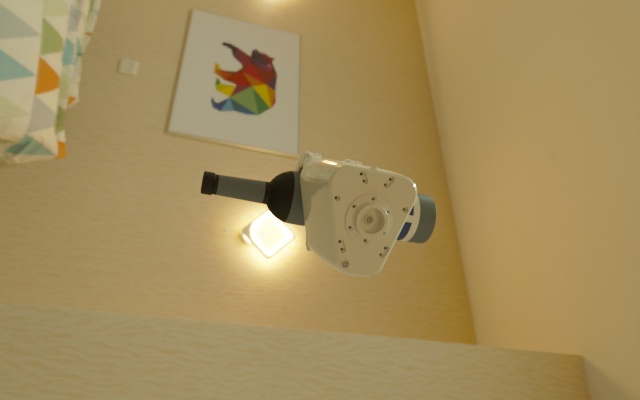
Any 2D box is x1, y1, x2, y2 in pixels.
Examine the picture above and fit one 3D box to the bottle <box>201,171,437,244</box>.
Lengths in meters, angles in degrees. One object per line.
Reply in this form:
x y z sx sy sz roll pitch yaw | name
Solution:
0.000 0.002 0.604 0.296 0.069 0.069 10 -3 -16 | bottle
